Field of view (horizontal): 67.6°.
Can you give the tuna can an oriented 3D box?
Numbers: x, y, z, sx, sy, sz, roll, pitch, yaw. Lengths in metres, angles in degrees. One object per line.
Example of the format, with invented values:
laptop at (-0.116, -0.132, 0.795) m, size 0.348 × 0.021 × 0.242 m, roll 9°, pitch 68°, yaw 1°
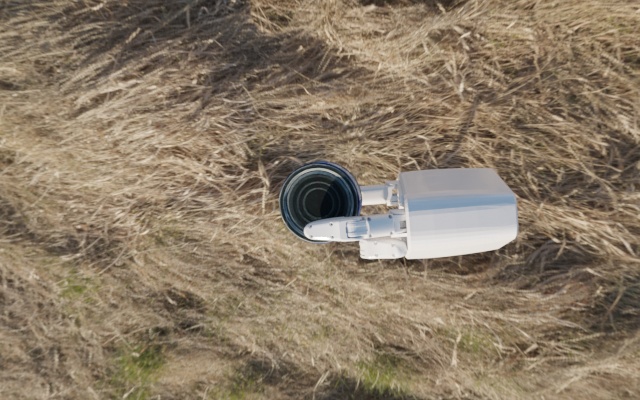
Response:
tuna can at (0.000, 0.002, 0.502) m, size 0.086 × 0.086 × 0.033 m, roll 0°, pitch 7°, yaw 9°
